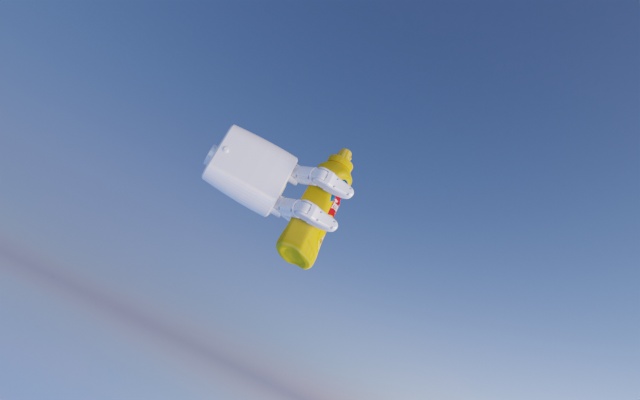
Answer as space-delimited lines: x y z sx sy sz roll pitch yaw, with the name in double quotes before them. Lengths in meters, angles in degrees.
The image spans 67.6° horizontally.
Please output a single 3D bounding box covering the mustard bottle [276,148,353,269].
"mustard bottle" 0.000 0.003 0.713 0.058 0.191 0.096 21 -22 14
